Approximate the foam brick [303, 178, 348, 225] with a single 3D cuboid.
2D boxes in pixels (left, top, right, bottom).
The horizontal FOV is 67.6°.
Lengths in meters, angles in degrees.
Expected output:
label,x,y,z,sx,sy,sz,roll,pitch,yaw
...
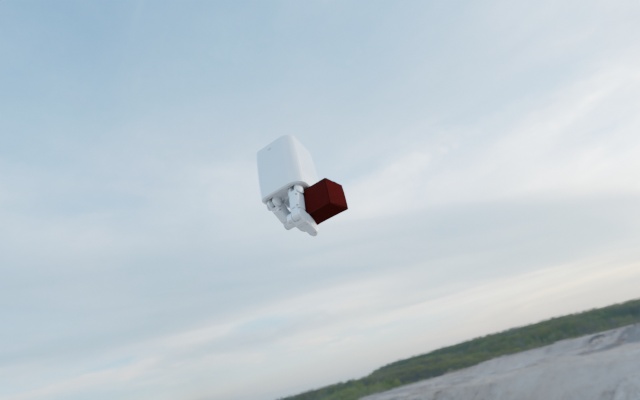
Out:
label,x,y,z,sx,sy,sz,roll,pitch,yaw
foam brick,0.000,0.003,0.852,0.078,0.051,0.053,-28,-32,31
